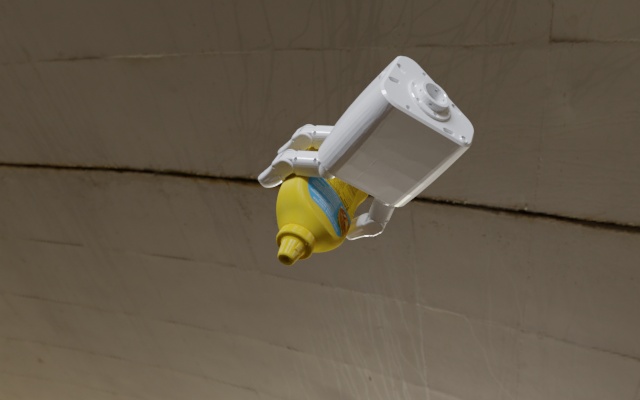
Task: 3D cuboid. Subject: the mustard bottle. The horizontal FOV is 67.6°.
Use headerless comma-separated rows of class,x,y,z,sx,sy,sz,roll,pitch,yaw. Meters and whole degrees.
mustard bottle,0.000,0.002,0.544,0.058,0.096,0.191,-16,29,35
